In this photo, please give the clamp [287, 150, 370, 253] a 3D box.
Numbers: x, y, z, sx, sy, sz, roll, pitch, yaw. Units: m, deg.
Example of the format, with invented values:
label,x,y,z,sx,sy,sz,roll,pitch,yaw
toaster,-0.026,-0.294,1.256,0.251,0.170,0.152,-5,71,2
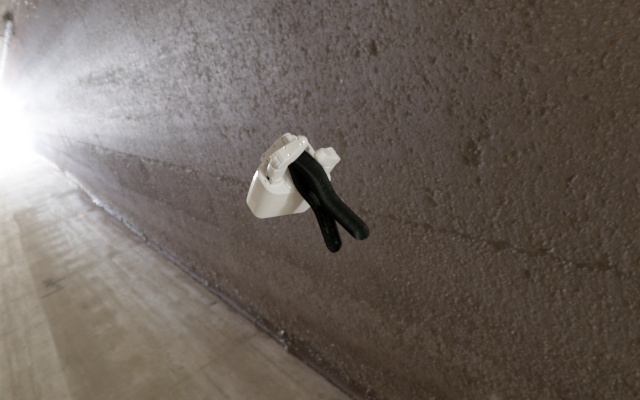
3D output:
label,x,y,z,sx,sy,sz,roll,pitch,yaw
clamp,0.000,0.002,0.702,0.039,0.171,0.120,-27,-14,-30
